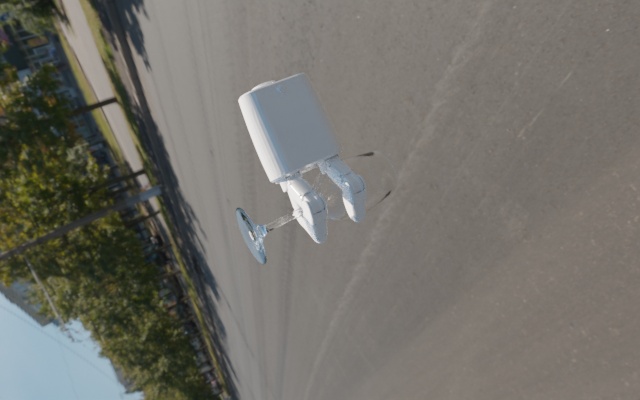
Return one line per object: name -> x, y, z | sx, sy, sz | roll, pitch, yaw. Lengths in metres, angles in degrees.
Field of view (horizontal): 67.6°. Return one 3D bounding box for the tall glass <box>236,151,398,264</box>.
tall glass -> 0.000, 0.002, 0.601 | 0.201, 0.079, 0.079 | -25, 10, -22
